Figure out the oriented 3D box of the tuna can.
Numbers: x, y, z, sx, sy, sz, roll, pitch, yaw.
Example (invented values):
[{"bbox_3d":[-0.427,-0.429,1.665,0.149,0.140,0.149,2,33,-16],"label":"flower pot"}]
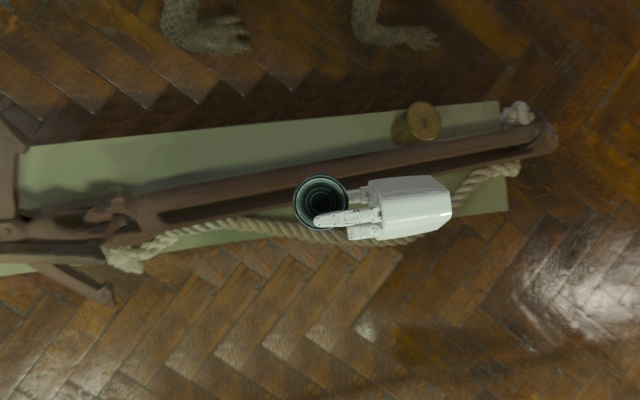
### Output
[{"bbox_3d":[0.000,0.002,0.723,0.086,0.086,0.034,0,4,-1],"label":"tuna can"}]
